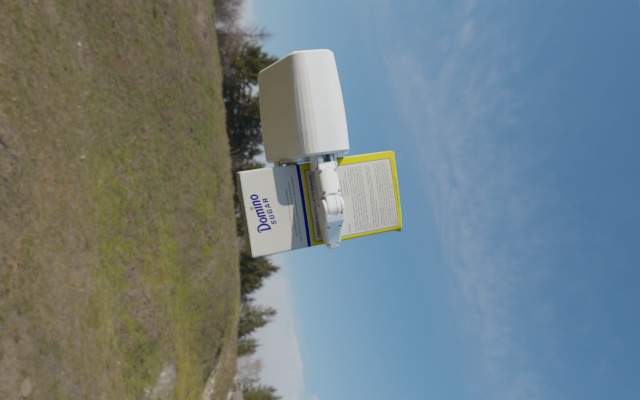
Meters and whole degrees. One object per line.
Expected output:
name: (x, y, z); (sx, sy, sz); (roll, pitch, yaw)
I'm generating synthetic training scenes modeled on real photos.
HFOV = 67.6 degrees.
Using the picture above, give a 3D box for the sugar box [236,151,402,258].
sugar box: (0.000, 0.002, 0.534); (0.176, 0.093, 0.048); (-8, 4, -13)
